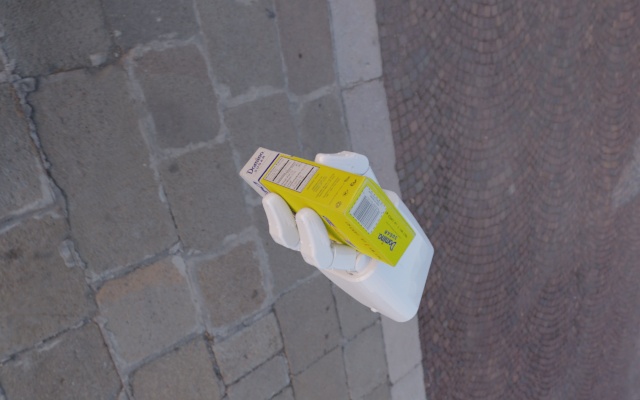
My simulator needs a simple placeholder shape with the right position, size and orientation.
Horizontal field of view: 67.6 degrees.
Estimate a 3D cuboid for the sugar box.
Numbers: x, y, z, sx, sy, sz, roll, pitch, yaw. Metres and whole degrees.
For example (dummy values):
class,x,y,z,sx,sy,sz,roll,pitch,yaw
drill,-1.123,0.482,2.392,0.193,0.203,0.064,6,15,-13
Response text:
class,x,y,z,sx,sy,sz,roll,pitch,yaw
sugar box,0.000,0.002,0.477,0.176,0.048,0.093,16,-24,49
